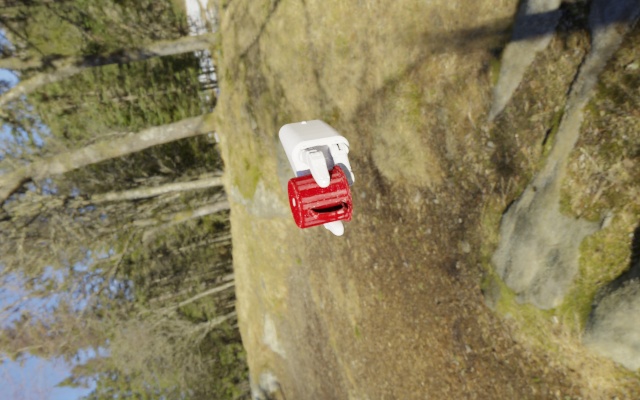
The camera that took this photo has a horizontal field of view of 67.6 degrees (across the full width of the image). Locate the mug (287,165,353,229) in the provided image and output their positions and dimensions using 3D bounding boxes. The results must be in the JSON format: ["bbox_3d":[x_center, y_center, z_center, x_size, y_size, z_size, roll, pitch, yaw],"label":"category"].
[{"bbox_3d":[0.000,0.003,0.739,0.081,0.093,0.117,-13,28,-14],"label":"mug"}]
